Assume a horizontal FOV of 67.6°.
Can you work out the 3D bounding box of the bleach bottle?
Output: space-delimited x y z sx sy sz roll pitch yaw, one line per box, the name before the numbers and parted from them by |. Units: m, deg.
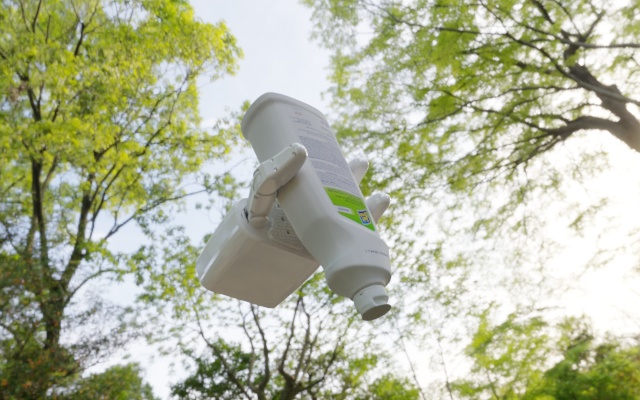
bleach bottle | 0.000 0.002 0.476 0.102 0.250 0.068 12 -48 -40
